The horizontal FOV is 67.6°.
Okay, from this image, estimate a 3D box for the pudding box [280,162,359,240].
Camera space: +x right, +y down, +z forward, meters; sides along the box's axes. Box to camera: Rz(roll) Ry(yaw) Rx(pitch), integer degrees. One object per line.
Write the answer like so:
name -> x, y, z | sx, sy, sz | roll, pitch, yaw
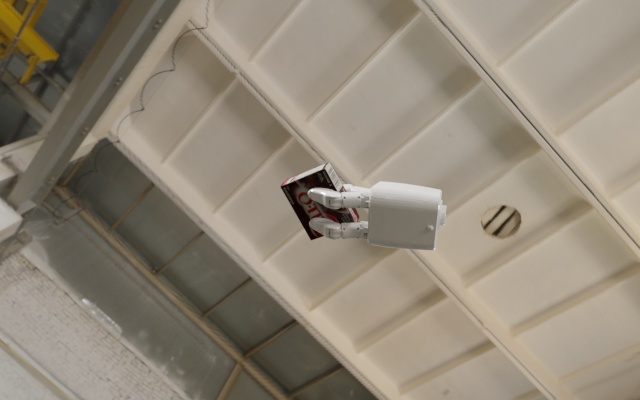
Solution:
pudding box -> 0.000, 0.003, 0.796 | 0.090, 0.113, 0.039 | -21, 16, 26
